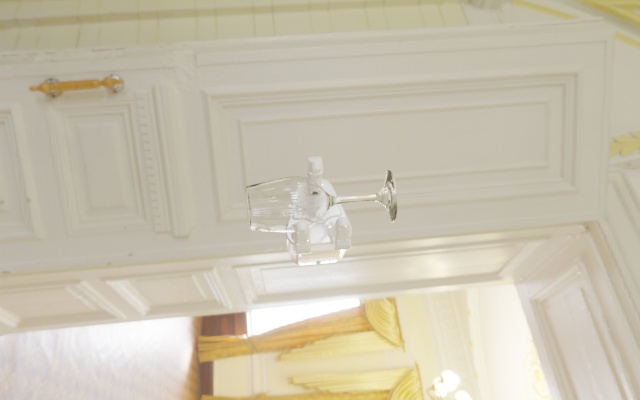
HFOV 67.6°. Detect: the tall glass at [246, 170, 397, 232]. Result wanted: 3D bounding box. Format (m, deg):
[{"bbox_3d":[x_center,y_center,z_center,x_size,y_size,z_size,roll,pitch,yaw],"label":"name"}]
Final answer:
[{"bbox_3d":[0.001,0.002,0.665,0.201,0.079,0.079,-5,0,-4],"label":"tall glass"}]
